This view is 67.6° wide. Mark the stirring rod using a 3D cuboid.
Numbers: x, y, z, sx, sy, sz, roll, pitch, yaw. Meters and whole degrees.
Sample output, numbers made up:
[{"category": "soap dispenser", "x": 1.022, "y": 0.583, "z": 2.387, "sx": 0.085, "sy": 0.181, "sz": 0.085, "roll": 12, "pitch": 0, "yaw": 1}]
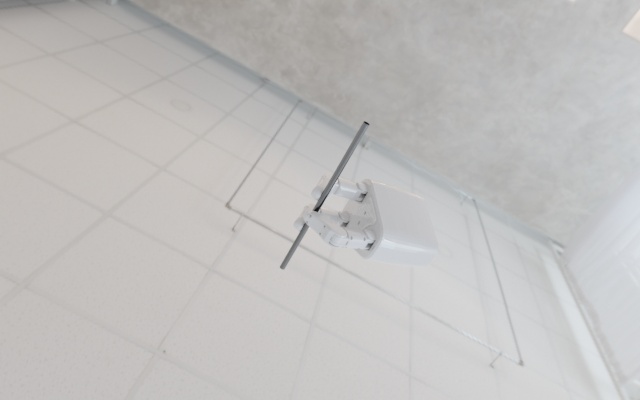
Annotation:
[{"category": "stirring rod", "x": 0.000, "y": 0.002, "z": 0.611, "sx": 0.011, "sy": 0.240, "sz": 0.011, "roll": 23, "pitch": 29, "yaw": -13}]
